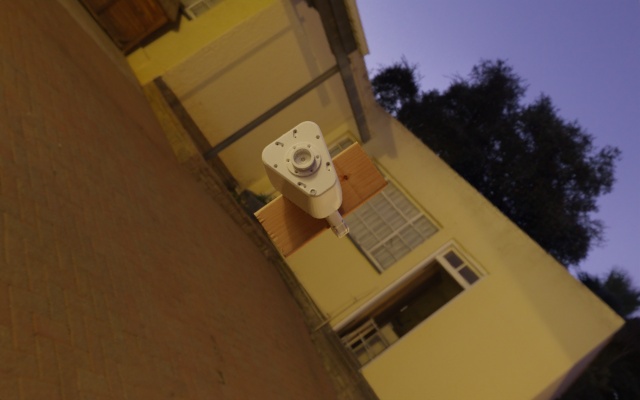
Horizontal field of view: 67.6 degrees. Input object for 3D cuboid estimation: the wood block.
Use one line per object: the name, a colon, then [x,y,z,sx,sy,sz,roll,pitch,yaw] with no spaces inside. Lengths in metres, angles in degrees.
wood block: [0.000,0.003,0.811,0.206,0.091,0.090,-35,-4,-6]
